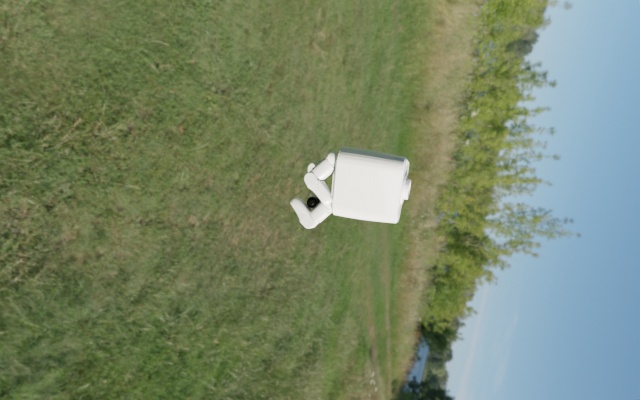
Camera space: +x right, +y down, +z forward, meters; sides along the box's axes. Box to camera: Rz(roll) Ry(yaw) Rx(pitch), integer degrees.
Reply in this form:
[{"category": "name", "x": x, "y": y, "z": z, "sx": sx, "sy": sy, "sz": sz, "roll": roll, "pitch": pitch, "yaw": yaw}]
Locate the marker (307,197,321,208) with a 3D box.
[{"category": "marker", "x": 0.000, "y": 0.003, "z": 0.833, "sx": 0.020, "sy": 0.020, "sz": 0.121, "roll": 0, "pitch": 0, "yaw": 15}]
